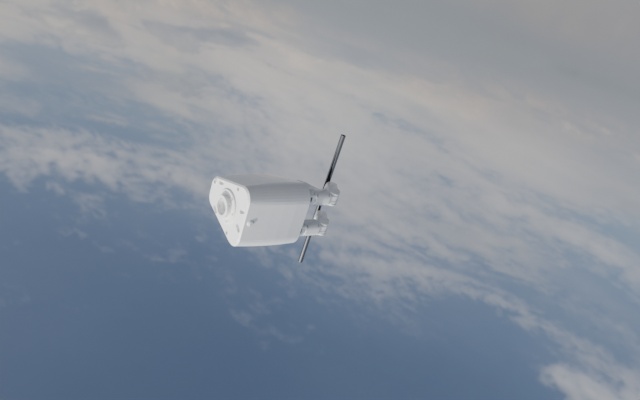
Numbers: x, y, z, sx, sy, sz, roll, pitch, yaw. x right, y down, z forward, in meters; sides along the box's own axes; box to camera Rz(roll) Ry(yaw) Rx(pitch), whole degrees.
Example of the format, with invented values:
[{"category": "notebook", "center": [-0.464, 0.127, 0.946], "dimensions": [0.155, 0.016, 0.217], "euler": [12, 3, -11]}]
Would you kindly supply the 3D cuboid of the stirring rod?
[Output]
[{"category": "stirring rod", "center": [0.000, 0.002, 0.796], "dimensions": [0.011, 0.240, 0.011], "euler": [16, 23, -7]}]
